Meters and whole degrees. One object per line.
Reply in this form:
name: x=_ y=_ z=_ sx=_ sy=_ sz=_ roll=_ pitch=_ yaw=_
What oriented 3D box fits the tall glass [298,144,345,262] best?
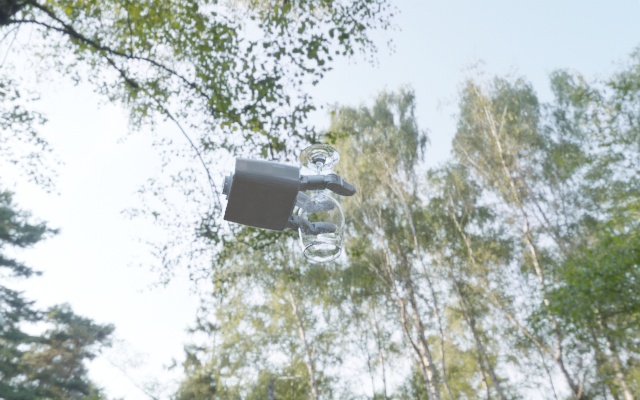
tall glass: x=0.000 y=0.002 z=0.814 sx=0.079 sy=0.201 sz=0.079 roll=-2 pitch=-35 yaw=-1
